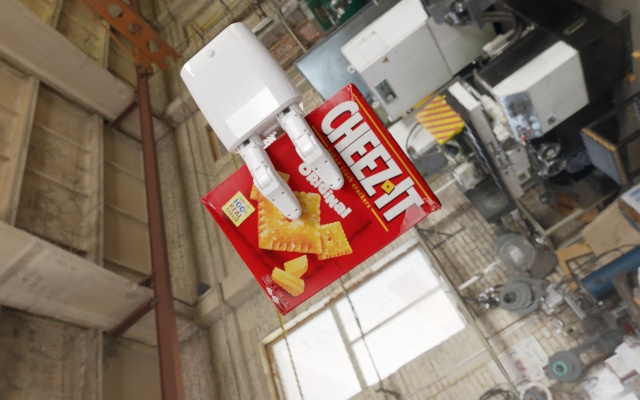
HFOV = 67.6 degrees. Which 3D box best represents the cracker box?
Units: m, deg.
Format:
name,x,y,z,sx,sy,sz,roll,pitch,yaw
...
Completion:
name,x,y,z,sx,sy,sz,roll,pitch,yaw
cracker box,0.000,0.002,0.534,0.214,0.164,0.072,-36,-5,12
